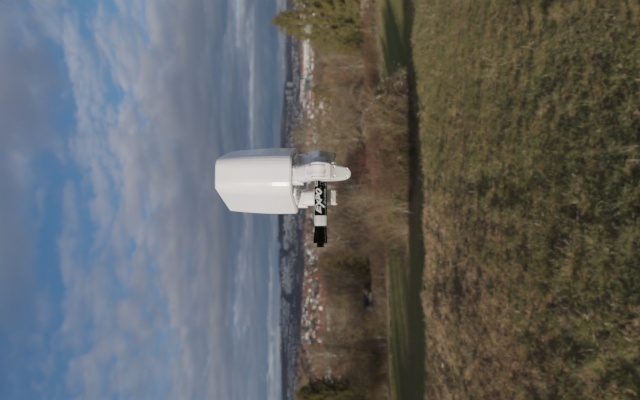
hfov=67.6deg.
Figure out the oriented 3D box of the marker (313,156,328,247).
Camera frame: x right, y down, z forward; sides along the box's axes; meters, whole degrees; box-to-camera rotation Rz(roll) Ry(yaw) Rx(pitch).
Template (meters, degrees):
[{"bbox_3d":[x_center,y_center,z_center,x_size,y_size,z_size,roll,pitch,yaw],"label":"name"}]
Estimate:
[{"bbox_3d":[0.000,0.002,0.640,0.020,0.121,0.020,0,-5,0],"label":"marker"}]
